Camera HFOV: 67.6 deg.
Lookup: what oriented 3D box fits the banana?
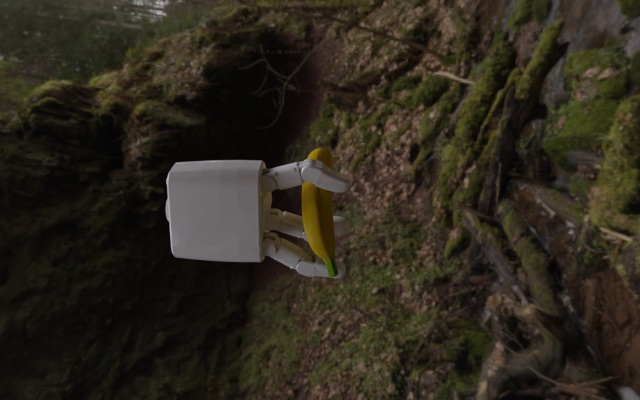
[{"bbox_3d":[-0.002,-0.007,0.586,0.037,0.197,0.070,-5,-39,5],"label":"banana"}]
